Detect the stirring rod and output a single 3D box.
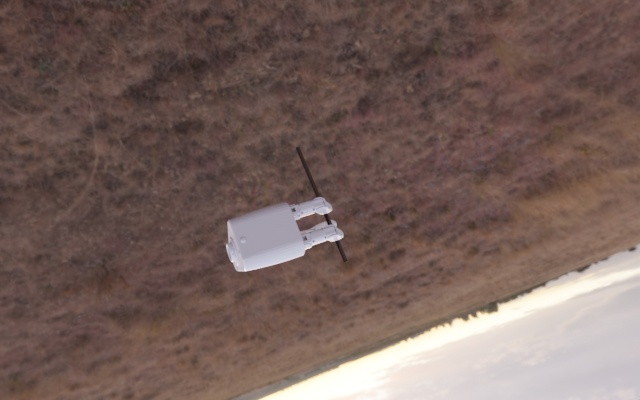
[{"bbox_3d":[0.000,0.003,0.890,0.011,0.239,0.011,-21,-18,-7],"label":"stirring rod"}]
